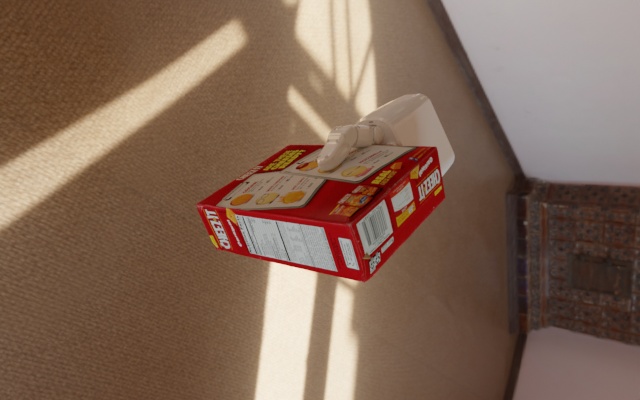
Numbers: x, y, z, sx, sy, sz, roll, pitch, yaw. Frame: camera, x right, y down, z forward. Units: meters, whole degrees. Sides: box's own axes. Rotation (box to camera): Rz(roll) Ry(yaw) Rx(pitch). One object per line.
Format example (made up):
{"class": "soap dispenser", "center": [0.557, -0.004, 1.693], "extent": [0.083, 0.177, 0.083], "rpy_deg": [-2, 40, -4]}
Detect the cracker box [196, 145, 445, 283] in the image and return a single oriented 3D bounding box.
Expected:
{"class": "cracker box", "center": [0.000, 0.002, 0.517], "extent": [0.213, 0.072, 0.164], "rpy_deg": [5, 32, 40]}
